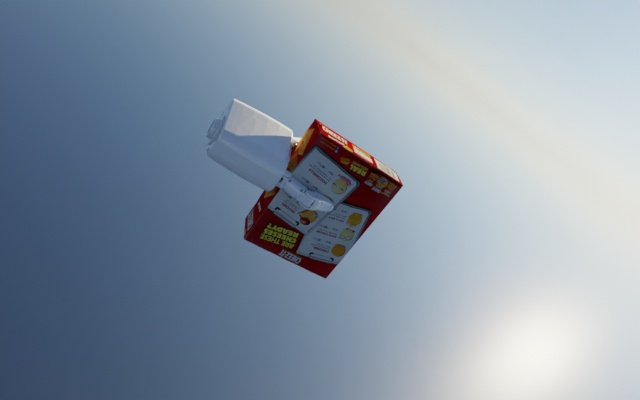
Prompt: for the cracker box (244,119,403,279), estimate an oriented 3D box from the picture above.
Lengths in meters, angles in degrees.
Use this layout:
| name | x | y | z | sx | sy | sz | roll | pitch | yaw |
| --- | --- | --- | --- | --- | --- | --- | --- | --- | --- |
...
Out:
| name | x | y | z | sx | sy | sz | roll | pitch | yaw |
| --- | --- | --- | --- | --- | --- | --- | --- | --- | --- |
| cracker box | 0.000 | 0.002 | 0.772 | 0.164 | 0.214 | 0.072 | 29 | 22 | -21 |
